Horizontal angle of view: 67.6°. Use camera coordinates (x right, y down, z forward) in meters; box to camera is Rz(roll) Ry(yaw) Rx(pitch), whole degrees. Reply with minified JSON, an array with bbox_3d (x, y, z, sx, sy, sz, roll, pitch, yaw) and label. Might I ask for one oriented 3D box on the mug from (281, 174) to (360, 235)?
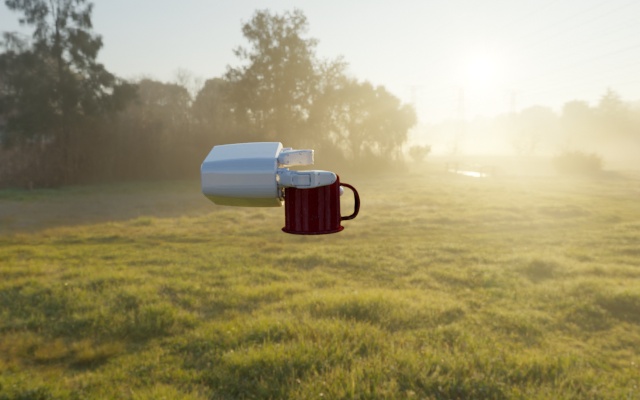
[{"bbox_3d":[0.002,0.002,0.700,0.117,0.081,0.093,-1,7,-1],"label":"mug"}]
